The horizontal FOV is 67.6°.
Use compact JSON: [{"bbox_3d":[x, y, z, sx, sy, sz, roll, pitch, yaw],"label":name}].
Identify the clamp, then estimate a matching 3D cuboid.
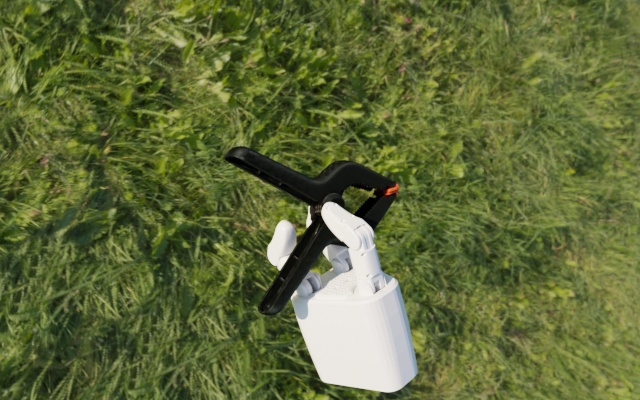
[{"bbox_3d":[0.001,0.002,0.501,0.210,0.164,0.036,-25,15,-35],"label":"clamp"}]
